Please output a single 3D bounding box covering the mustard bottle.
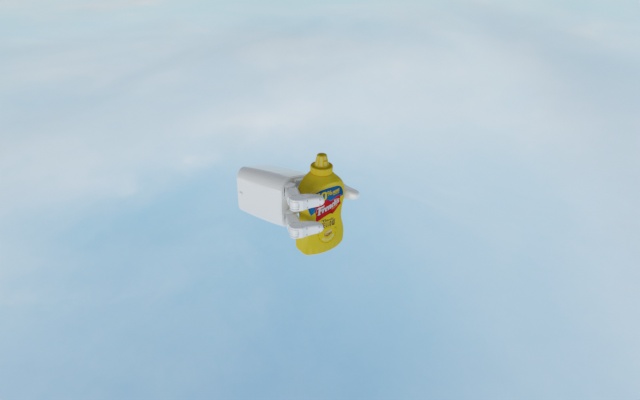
[{"bbox_3d":[0.000,0.003,0.879,0.096,0.192,0.058,-17,34,-30],"label":"mustard bottle"}]
